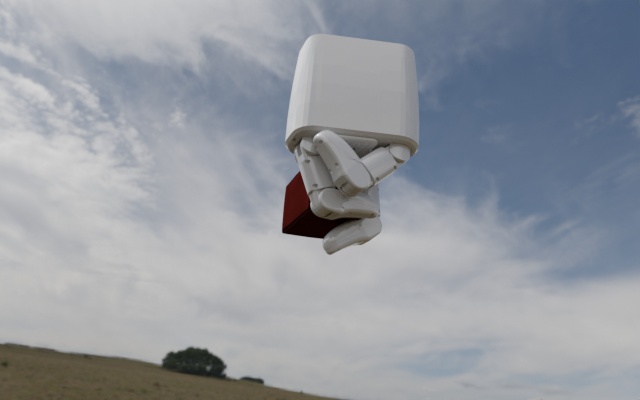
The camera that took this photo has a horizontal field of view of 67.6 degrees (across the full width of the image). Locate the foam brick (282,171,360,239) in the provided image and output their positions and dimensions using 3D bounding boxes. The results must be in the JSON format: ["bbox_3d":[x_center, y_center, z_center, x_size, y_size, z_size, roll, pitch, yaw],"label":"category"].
[{"bbox_3d":[0.000,0.002,0.464,0.053,0.051,0.078,11,-23,-20],"label":"foam brick"}]
